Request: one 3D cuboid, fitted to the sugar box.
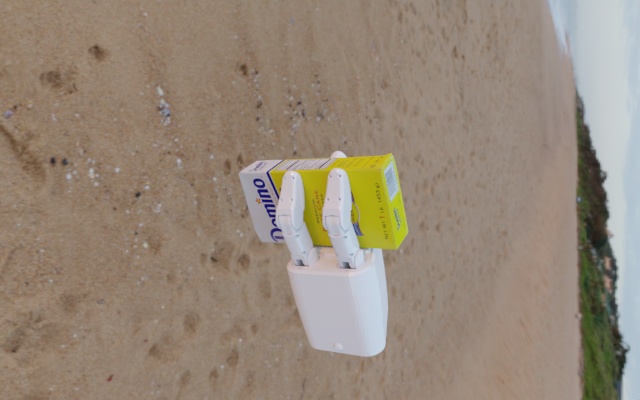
[{"bbox_3d":[0.000,0.002,0.522,0.176,0.093,0.048,-2,25,28],"label":"sugar box"}]
